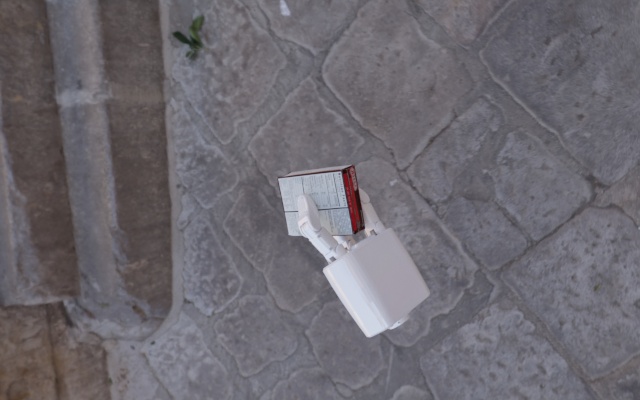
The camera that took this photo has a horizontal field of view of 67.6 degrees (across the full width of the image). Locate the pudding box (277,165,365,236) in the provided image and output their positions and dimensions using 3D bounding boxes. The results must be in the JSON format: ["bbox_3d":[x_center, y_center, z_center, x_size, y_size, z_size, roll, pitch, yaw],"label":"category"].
[{"bbox_3d":[0.000,0.002,0.653,0.113,0.090,0.039,-4,10,33],"label":"pudding box"}]
